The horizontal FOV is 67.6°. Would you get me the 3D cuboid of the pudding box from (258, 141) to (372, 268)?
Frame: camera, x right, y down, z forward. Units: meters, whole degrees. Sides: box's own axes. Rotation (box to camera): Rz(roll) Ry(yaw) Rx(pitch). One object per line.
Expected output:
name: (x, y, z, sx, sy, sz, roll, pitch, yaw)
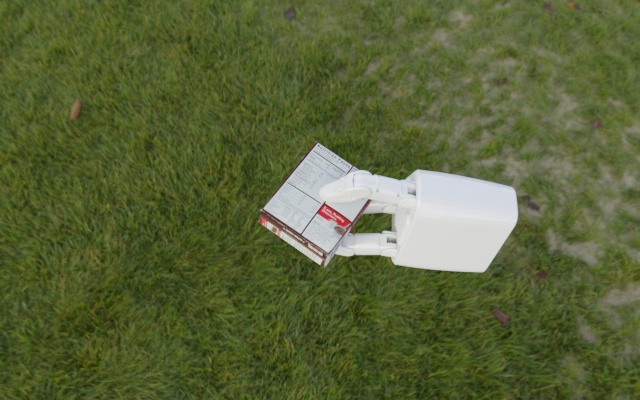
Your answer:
pudding box: (0.000, 0.002, 0.527, 0.090, 0.113, 0.039, 34, -27, 8)
